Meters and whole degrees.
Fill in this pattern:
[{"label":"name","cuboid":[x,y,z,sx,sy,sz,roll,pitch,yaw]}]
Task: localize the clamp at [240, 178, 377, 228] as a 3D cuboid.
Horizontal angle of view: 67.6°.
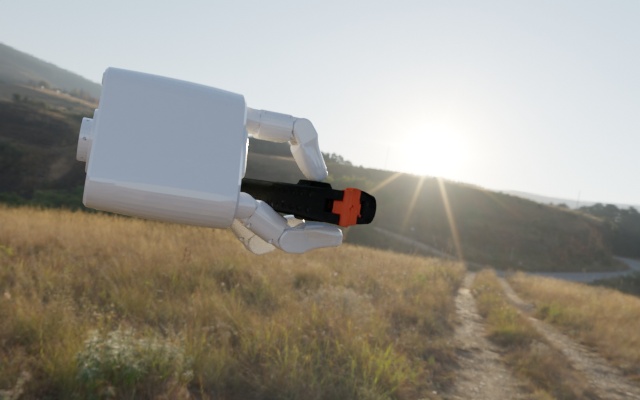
[{"label":"clamp","cuboid":[0.000,0.001,0.441,0.164,0.036,0.210,8,0,-24]}]
